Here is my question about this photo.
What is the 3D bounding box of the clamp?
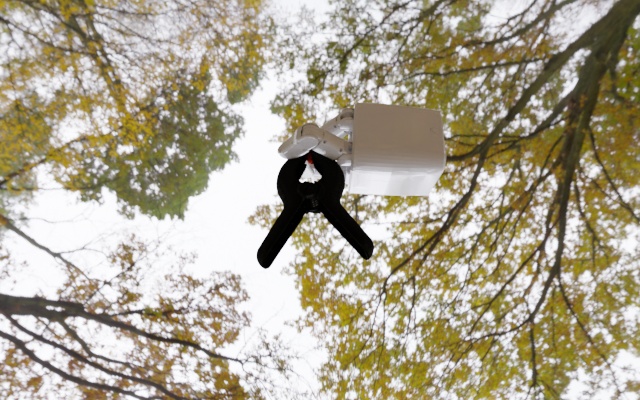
[{"bbox_3d":[0.000,0.002,0.531,0.120,0.171,0.039,5,-35,1],"label":"clamp"}]
